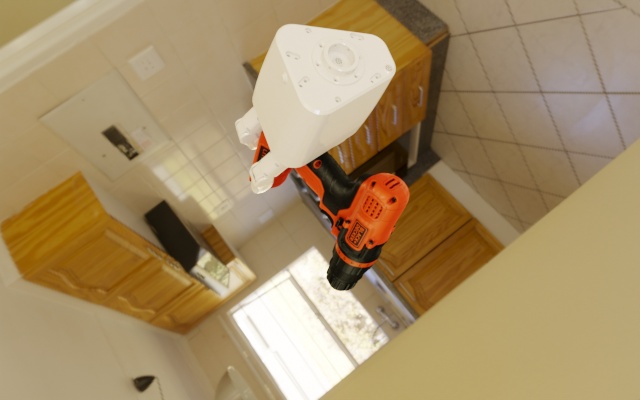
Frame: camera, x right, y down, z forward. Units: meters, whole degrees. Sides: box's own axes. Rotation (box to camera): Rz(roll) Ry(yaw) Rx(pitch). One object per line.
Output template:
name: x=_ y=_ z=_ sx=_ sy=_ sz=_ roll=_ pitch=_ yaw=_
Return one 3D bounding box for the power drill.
power drill: x=0.000 y=0.001 z=0.563 sx=0.187 sy=0.185 sz=0.057 roll=40 pitch=44 yaw=18
